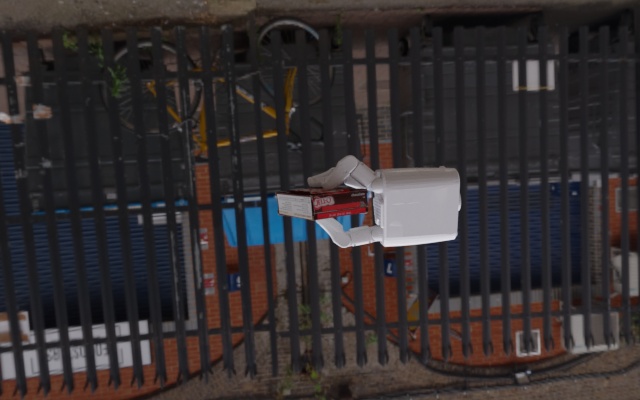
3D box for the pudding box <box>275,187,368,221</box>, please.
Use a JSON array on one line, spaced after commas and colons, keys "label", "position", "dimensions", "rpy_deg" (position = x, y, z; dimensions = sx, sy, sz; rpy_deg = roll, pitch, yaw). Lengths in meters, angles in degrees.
[{"label": "pudding box", "position": [0.000, 0.002, 0.677], "dimensions": [0.090, 0.039, 0.113], "rpy_deg": [-6, 4, -30]}]
